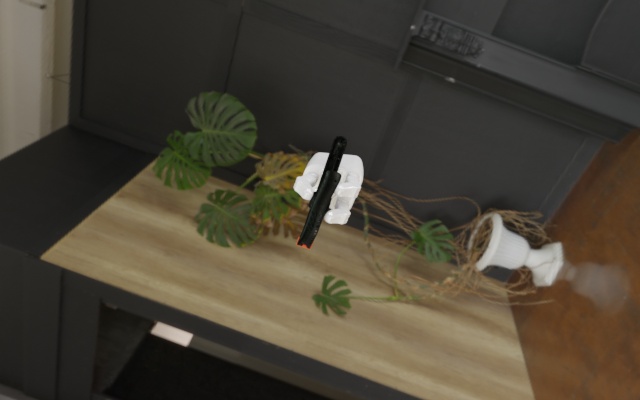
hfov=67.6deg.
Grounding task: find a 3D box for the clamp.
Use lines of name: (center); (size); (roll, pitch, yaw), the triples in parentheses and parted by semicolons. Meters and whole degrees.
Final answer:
clamp: (-0.001, 0.003, 0.833); (0.036, 0.210, 0.164); (19, 22, -2)
